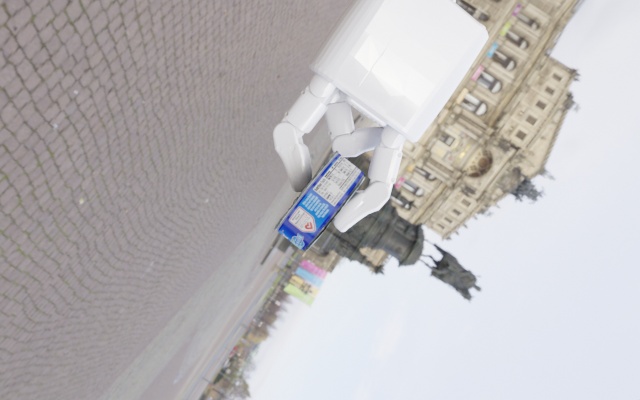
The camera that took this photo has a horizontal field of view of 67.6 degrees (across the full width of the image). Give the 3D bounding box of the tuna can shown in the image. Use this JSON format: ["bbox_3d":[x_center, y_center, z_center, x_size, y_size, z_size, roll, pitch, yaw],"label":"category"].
[{"bbox_3d":[0.000,0.002,0.407,0.034,0.086,0.086,39,0,0],"label":"tuna can"}]
